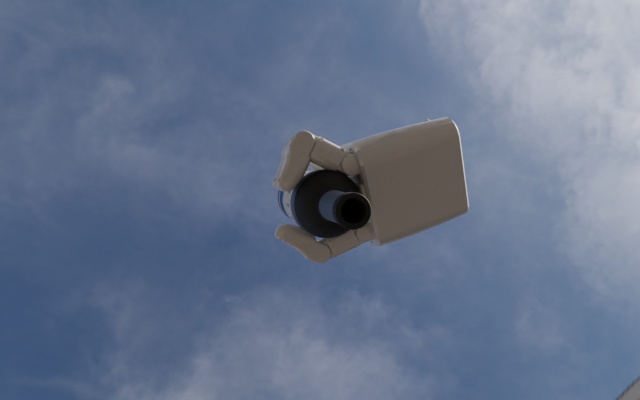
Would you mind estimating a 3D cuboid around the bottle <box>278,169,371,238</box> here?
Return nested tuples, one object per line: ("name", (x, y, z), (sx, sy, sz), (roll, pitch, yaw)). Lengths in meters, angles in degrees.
("bottle", (0.000, 0.002, 0.494), (0.069, 0.069, 0.295), (0, 2, -9))
